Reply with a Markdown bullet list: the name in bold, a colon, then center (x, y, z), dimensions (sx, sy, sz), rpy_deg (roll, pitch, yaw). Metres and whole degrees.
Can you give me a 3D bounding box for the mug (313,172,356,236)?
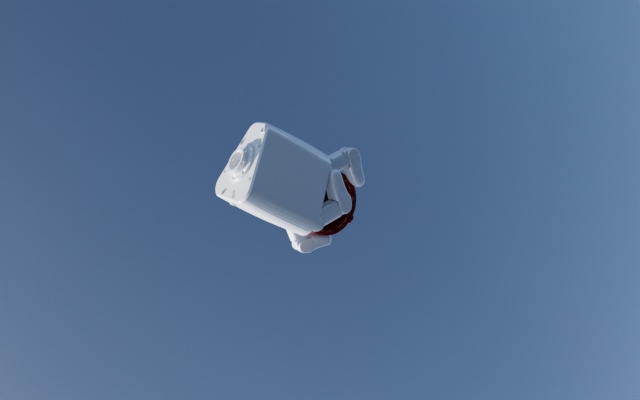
- **mug**: center (0.001, 0.003, 0.710), dimensions (0.117, 0.093, 0.081), rpy_deg (29, -7, -37)
